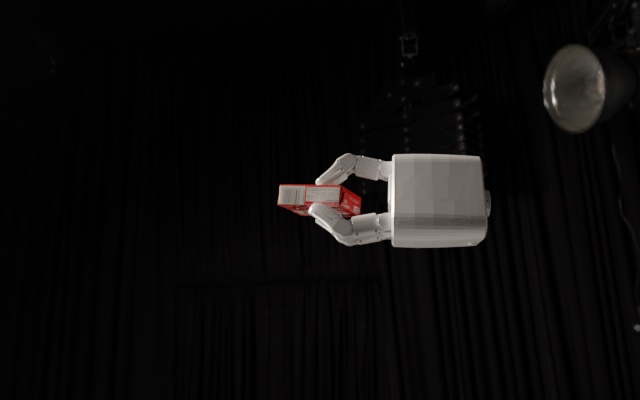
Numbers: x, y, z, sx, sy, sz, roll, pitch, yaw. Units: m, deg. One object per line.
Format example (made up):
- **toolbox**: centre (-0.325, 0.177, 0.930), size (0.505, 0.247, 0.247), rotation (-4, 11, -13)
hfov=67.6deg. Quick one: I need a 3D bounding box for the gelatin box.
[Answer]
- **gelatin box**: centre (0.000, 0.002, 0.620), size (0.089, 0.030, 0.073), rotation (2, -11, 23)
